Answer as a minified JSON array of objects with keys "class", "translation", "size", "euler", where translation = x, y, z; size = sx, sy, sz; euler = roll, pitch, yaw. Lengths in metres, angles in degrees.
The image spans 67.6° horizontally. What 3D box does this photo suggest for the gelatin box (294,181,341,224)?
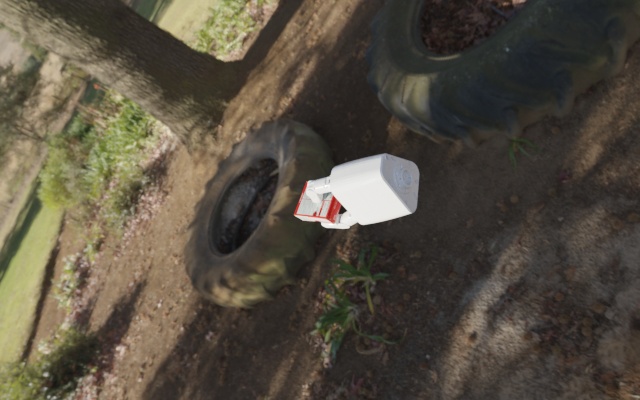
[{"class":"gelatin box","translation":[0.000,0.003,0.897],"size":[0.089,0.073,0.030],"euler":[4,-21,44]}]
